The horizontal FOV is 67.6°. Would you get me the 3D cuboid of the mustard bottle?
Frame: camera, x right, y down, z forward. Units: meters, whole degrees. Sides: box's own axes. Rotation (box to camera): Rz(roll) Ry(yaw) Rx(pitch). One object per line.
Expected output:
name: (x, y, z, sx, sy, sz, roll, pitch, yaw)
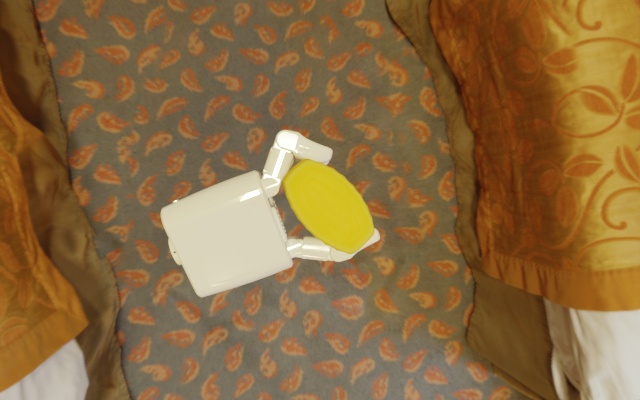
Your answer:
mustard bottle: (0.000, 0.002, 0.518, 0.058, 0.096, 0.191, -45, 6, -2)
